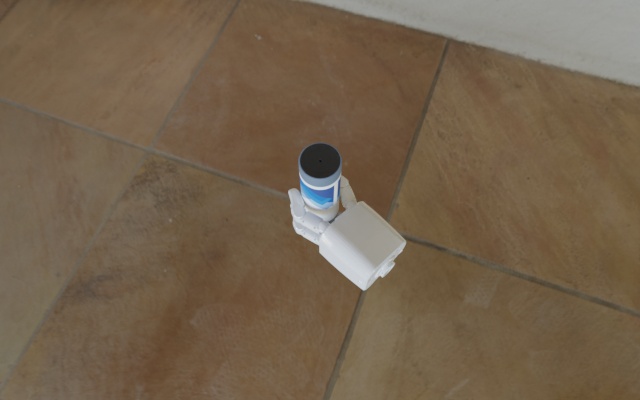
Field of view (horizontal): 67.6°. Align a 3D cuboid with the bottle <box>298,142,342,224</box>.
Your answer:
[{"bbox_3d":[0.000,0.003,0.859,0.069,0.069,0.296,0,-26,0],"label":"bottle"}]
